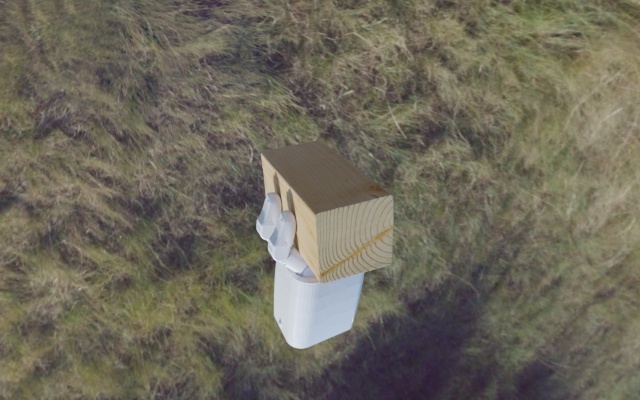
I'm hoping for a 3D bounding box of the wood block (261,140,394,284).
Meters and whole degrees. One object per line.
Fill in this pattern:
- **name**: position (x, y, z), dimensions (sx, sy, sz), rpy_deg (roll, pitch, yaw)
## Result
- **wood block**: position (0.000, 0.002, 0.591), dimensions (0.091, 0.090, 0.206), rpy_deg (-13, 28, -18)
